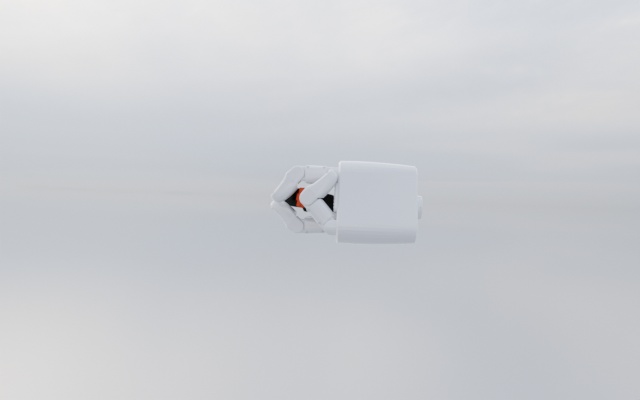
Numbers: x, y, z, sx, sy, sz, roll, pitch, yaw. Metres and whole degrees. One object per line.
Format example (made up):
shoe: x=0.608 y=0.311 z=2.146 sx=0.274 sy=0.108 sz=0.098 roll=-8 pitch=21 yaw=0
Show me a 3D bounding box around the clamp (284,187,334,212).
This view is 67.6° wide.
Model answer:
clamp: x=0.000 y=0.002 z=0.734 sx=0.120 sy=0.039 sz=0.171 roll=3 pitch=0 yaw=2
